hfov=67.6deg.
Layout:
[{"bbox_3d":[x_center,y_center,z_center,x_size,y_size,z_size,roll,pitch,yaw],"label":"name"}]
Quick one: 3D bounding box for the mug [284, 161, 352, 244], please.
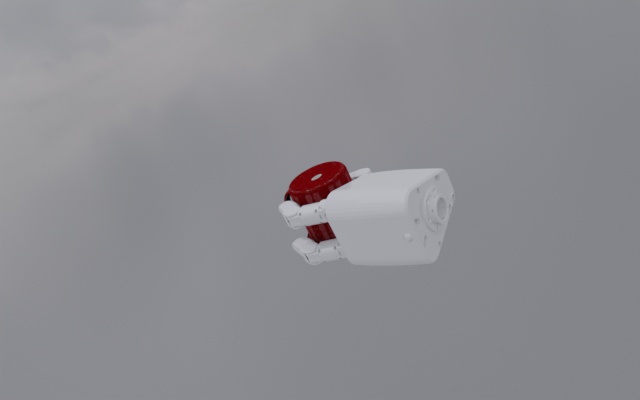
[{"bbox_3d":[-0.001,0.002,0.638,0.117,0.081,0.093,-5,31,39],"label":"mug"}]
